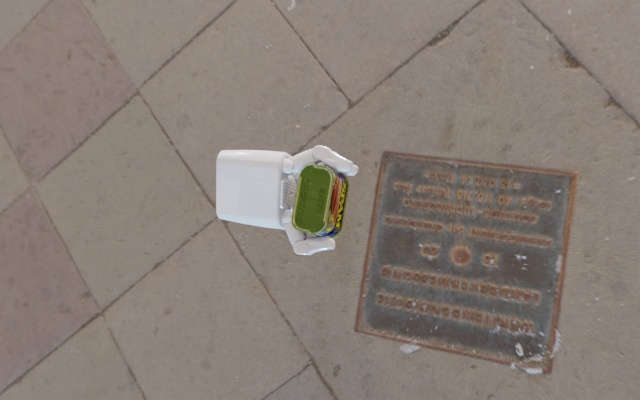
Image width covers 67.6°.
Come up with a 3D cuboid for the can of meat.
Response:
[{"bbox_3d":[0.000,0.002,0.694,0.057,0.102,0.084,8,-4,17],"label":"can of meat"}]
